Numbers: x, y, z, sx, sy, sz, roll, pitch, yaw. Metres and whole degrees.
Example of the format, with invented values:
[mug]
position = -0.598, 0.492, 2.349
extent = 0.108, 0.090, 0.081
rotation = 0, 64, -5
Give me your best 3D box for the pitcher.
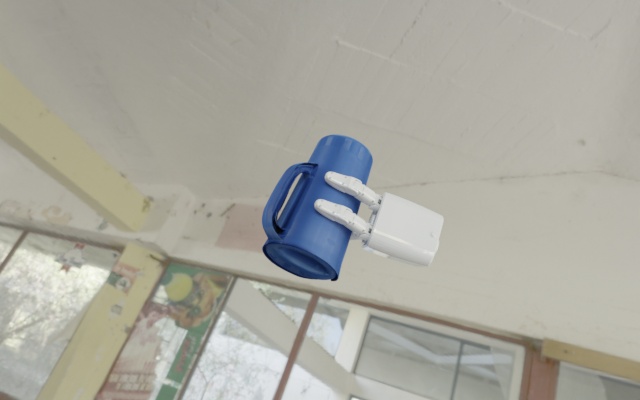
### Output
[pitcher]
position = 0.000, 0.003, 0.815
extent = 0.145, 0.242, 0.149
rotation = 20, -26, 3
